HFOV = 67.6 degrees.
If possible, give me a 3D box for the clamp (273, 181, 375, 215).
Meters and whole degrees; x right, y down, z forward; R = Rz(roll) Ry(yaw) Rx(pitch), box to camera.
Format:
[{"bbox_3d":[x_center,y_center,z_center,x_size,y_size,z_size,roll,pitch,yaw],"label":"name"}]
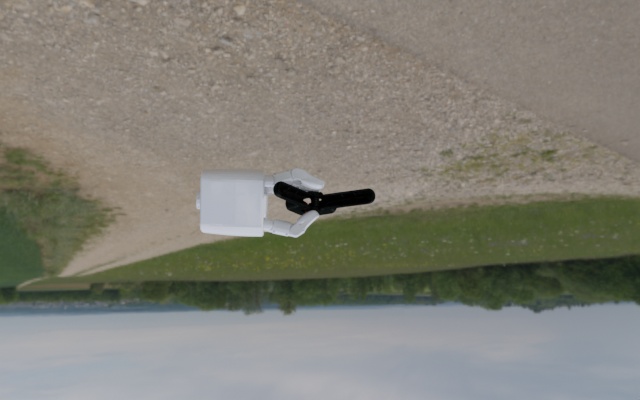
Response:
[{"bbox_3d":[0.000,0.004,0.841,0.164,0.036,0.210,4,-10,-4],"label":"clamp"}]
